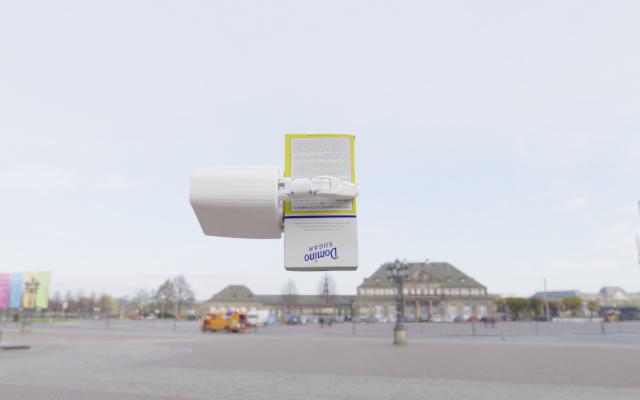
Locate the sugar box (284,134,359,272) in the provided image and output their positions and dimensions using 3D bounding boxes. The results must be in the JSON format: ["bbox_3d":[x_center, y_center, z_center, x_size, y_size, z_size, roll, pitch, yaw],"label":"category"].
[{"bbox_3d":[0.000,0.002,0.614,0.093,0.176,0.048,0,-14,0],"label":"sugar box"}]
